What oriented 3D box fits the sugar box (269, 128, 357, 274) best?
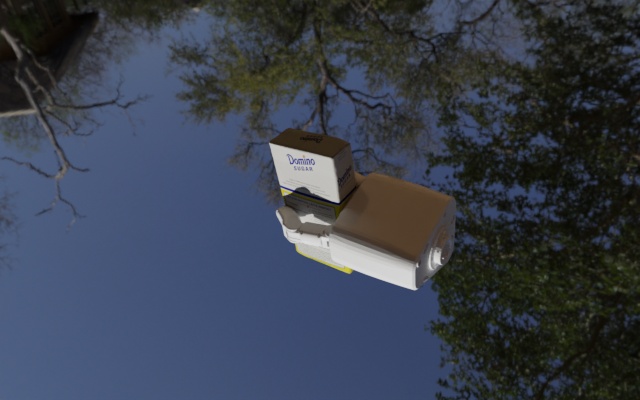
[{"bbox_3d":[0.001,0.002,0.591,0.093,0.176,0.048,18,43,32],"label":"sugar box"}]
